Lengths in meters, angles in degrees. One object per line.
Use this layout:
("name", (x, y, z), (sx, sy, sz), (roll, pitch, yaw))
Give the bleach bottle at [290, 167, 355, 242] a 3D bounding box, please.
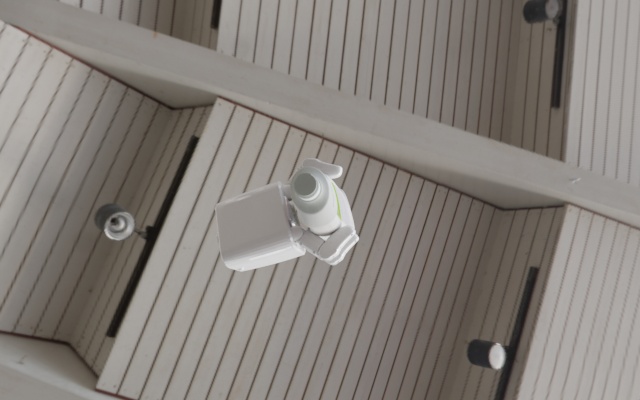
("bleach bottle", (0.000, 0.002, 0.685), (0.068, 0.102, 0.251), (-18, -16, 5))
